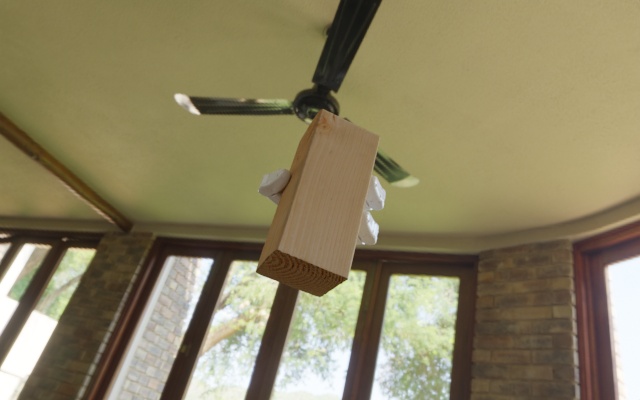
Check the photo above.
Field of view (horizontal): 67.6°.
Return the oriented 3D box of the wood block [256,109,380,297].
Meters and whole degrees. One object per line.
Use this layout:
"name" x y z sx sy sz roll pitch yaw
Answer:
"wood block" 0.000 0.002 0.602 0.091 0.206 0.090 23 -31 -12
